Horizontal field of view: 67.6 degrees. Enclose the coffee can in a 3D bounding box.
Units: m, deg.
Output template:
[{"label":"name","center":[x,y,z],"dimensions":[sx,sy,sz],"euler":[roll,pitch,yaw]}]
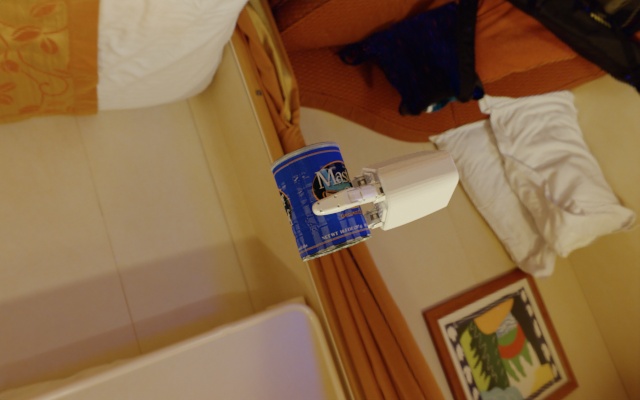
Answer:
[{"label":"coffee can","center":[0.000,0.002,0.670],"dimensions":[0.103,0.140,0.103],"euler":[-19,-8,-3]}]
